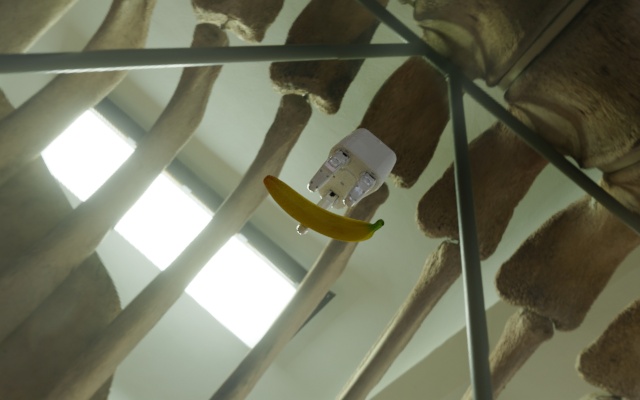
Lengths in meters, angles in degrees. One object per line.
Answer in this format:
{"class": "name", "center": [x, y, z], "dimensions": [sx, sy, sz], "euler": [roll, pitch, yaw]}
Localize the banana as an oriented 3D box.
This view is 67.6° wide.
{"class": "banana", "center": [0.001, 0.019, 0.713], "dimensions": [0.198, 0.070, 0.037], "euler": [20, 36, 18]}
